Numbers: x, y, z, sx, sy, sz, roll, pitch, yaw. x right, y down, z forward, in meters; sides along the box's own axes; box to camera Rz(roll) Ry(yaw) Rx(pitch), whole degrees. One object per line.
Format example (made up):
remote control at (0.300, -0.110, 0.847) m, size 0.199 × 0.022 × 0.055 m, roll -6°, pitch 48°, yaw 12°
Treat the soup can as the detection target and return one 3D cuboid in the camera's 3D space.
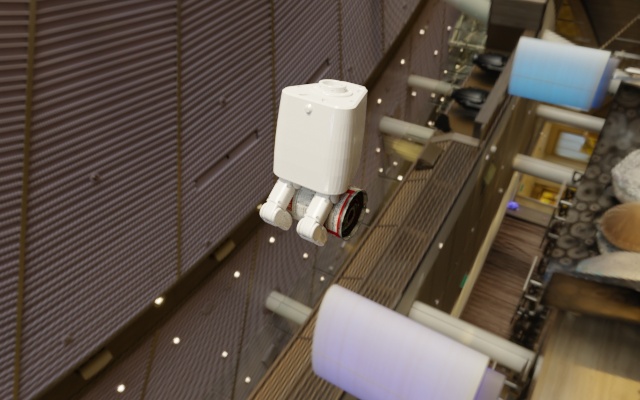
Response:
soup can at (0.000, 0.002, 0.616) m, size 0.102 × 0.068 × 0.068 m, roll 21°, pitch 9°, yaw 25°
